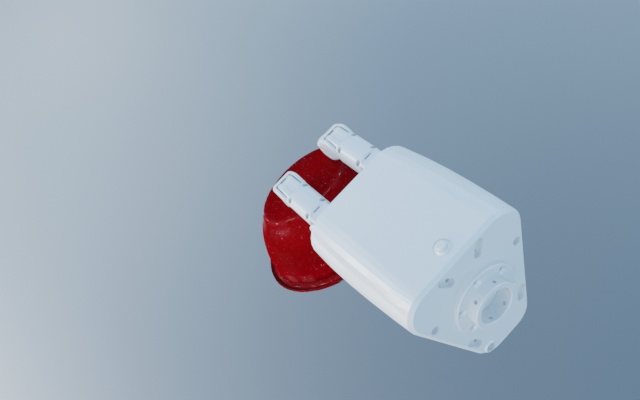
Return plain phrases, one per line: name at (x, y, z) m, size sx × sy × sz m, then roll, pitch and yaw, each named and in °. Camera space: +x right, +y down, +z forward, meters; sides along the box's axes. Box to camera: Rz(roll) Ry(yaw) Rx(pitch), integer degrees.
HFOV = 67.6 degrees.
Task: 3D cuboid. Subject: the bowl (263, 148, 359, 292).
bowl at (-0.001, 0.001, 0.440) m, size 0.162 × 0.162 × 0.055 m, roll 0°, pitch -39°, yaw 51°
